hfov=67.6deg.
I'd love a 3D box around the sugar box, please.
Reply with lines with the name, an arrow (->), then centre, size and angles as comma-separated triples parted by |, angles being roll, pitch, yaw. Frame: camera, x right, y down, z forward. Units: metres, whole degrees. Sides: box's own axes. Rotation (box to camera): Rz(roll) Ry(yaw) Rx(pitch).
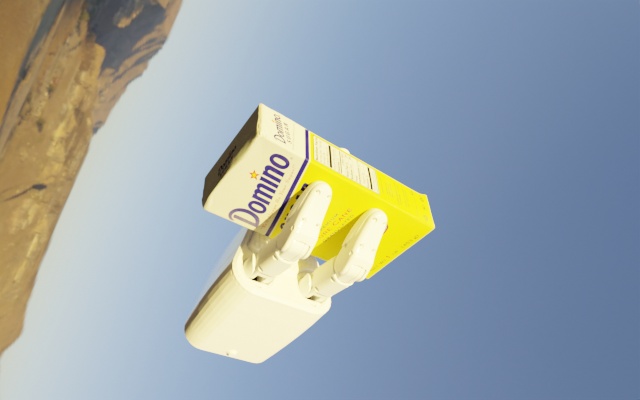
sugar box -> 0.000, 0.002, 0.403 | 0.176, 0.048, 0.093 | 24, -51, -28
